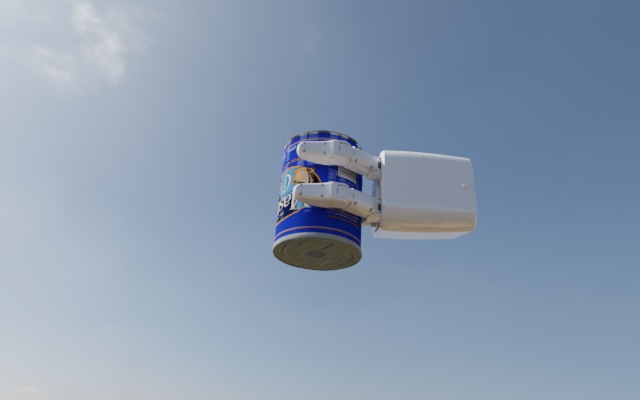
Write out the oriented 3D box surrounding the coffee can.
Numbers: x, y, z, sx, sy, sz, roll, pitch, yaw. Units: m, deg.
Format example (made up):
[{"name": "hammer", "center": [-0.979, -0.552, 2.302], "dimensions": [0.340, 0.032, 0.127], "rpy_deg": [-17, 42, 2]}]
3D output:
[{"name": "coffee can", "center": [0.000, 0.002, 0.579], "dimensions": [0.103, 0.140, 0.103], "rpy_deg": [3, -28, 2]}]
